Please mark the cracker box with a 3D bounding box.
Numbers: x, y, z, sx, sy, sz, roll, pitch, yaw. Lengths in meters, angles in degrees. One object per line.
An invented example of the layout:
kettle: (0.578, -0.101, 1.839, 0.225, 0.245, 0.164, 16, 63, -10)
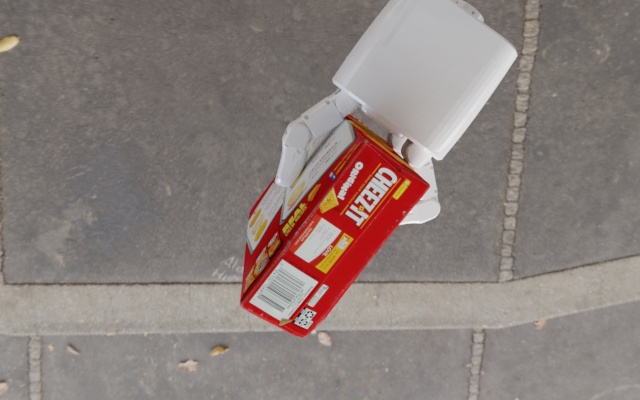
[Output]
cracker box: (0.000, 0.001, 0.457, 0.072, 0.164, 0.213, 34, 13, -15)
